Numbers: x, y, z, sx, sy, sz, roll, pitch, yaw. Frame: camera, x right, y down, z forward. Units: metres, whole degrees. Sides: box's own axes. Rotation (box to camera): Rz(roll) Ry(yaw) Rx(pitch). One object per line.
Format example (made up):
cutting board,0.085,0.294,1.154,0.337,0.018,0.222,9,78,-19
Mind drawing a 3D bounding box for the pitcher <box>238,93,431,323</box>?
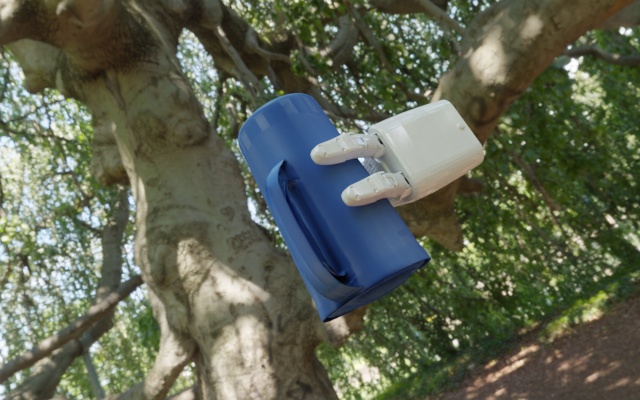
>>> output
pitcher,0.000,0.002,0.529,0.145,0.242,0.149,-25,-18,-20
